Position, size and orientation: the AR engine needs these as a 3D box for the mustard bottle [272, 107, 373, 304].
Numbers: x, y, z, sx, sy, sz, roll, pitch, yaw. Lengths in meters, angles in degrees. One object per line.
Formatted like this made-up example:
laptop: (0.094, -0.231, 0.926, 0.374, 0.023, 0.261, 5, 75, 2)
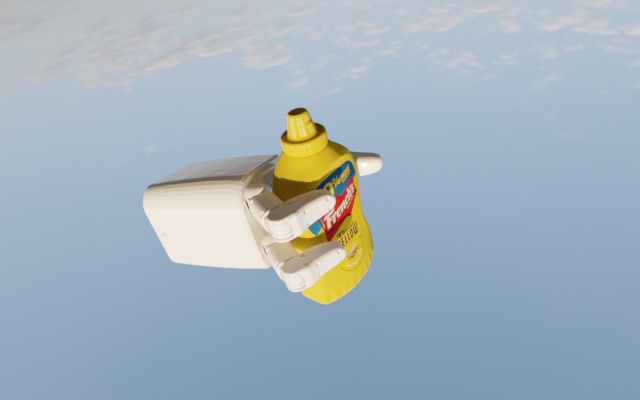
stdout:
mustard bottle: (0.000, 0.002, 0.454, 0.058, 0.192, 0.096, 17, 46, 38)
